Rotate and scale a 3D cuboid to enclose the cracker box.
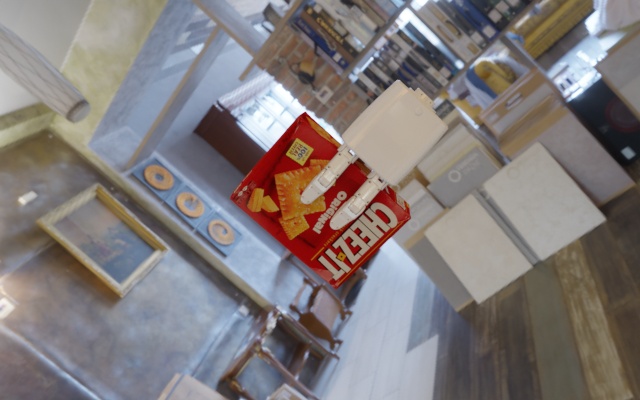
[{"bbox_3d":[0.000,0.002,0.704,0.214,0.164,0.072,42,17,-6],"label":"cracker box"}]
